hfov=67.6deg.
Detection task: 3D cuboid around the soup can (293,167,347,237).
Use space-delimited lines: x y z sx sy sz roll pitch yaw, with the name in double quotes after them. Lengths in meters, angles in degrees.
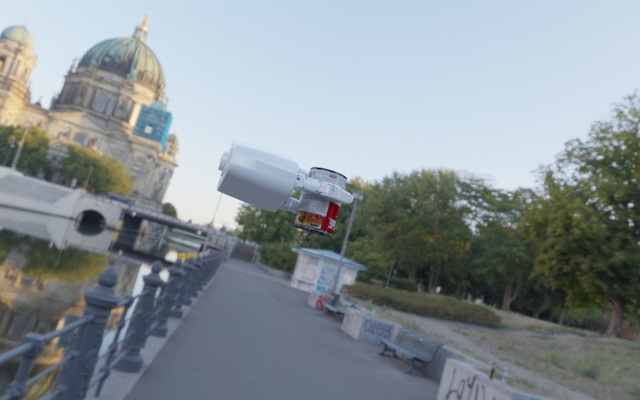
0.001 0.002 0.795 0.068 0.102 0.068 16 -9 3 "soup can"
